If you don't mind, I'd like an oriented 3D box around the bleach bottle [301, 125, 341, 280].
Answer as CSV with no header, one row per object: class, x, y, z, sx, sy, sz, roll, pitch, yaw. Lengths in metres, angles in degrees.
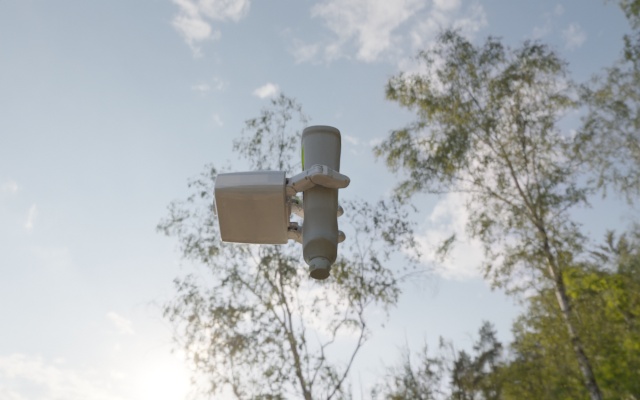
bleach bottle,0.000,0.002,0.732,0.068,0.250,0.103,1,-42,0
